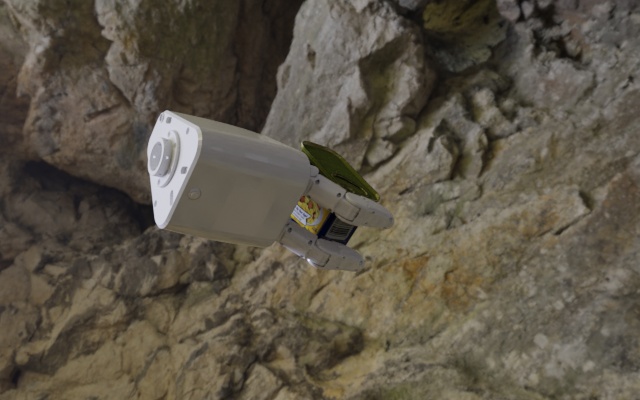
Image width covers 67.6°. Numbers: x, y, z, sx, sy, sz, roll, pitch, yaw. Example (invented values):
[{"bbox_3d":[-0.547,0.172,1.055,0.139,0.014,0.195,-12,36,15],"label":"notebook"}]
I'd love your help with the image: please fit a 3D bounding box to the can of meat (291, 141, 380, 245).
[{"bbox_3d":[0.000,0.002,0.494,0.057,0.084,0.102,11,28,-42],"label":"can of meat"}]
